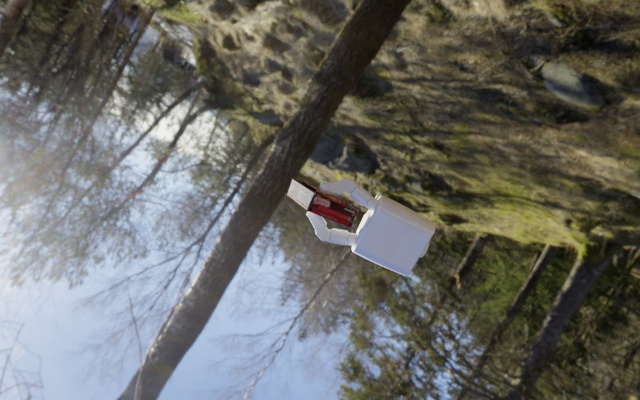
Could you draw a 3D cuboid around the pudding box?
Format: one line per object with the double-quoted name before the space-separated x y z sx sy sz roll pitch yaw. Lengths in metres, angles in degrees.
"pudding box" 0.000 0.003 0.827 0.090 0.039 0.113 24 2 -28
